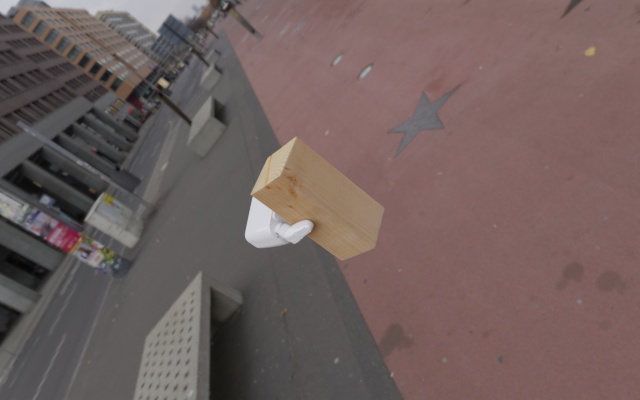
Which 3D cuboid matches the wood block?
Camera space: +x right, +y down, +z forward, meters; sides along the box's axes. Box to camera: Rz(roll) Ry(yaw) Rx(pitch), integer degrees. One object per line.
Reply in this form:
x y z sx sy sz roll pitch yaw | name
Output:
0.000 0.003 0.806 0.206 0.090 0.090 37 -40 -22 | wood block
